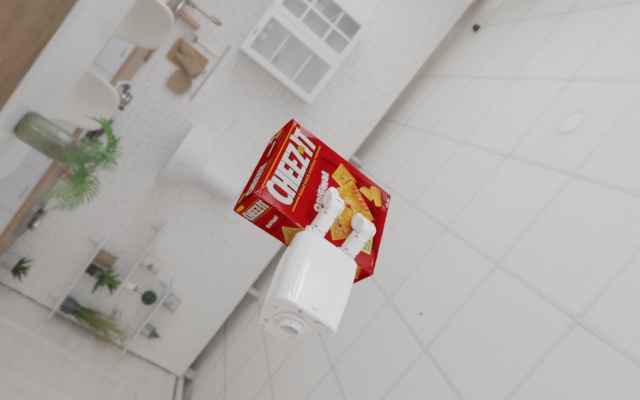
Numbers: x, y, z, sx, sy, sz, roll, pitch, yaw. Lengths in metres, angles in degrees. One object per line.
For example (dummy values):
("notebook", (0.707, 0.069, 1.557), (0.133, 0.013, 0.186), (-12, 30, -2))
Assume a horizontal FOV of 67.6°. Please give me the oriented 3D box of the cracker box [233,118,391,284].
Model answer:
("cracker box", (0.000, 0.003, 0.723), (0.214, 0.164, 0.072), (37, -42, -18))
